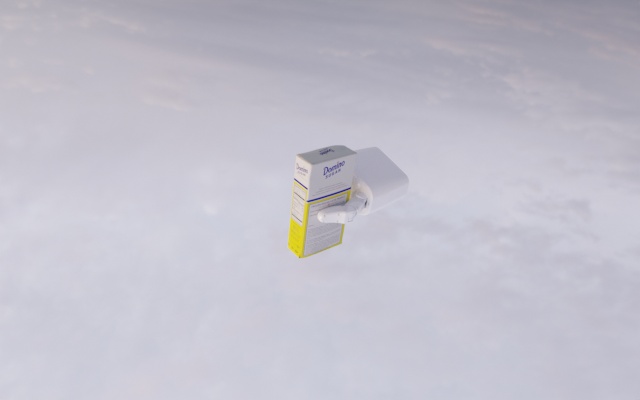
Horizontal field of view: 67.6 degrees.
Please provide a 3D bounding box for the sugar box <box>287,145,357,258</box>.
[{"bbox_3d":[0.000,0.002,0.766,0.093,0.176,0.048,-17,37,-36],"label":"sugar box"}]
